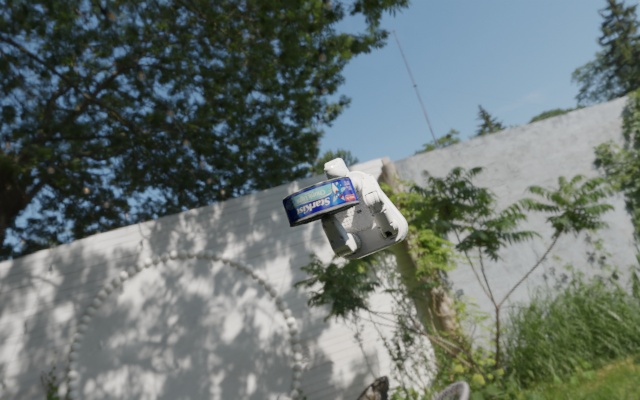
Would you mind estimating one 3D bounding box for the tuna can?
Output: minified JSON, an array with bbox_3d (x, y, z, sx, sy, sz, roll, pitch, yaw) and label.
[{"bbox_3d":[0.000,0.001,0.555,0.086,0.033,0.086,-19,-6,-2],"label":"tuna can"}]
